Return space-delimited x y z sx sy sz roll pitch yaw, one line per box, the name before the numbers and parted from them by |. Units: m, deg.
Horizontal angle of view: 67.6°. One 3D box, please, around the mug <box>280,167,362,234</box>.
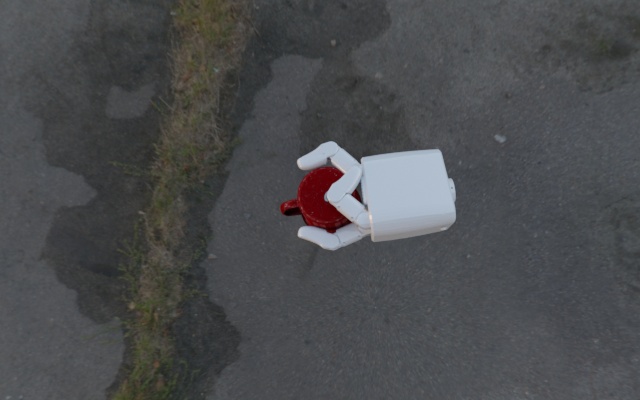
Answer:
mug | -0.001 0.002 0.680 0.117 0.093 0.081 -8 -13 4
